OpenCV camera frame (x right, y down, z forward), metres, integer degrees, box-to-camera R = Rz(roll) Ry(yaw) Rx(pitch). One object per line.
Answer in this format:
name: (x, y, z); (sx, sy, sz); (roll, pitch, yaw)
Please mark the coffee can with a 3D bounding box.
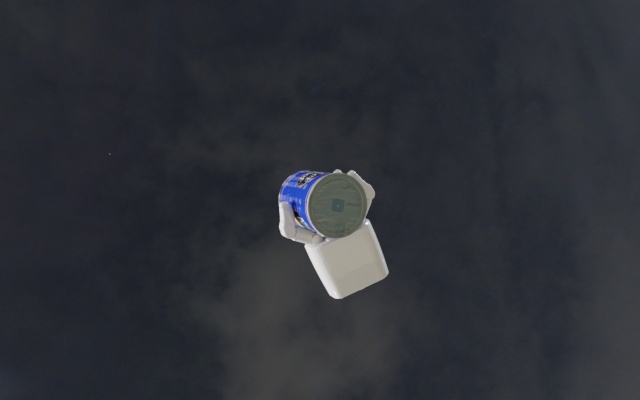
coffee can: (0.000, 0.003, 0.801); (0.103, 0.103, 0.140); (0, 5, -24)
